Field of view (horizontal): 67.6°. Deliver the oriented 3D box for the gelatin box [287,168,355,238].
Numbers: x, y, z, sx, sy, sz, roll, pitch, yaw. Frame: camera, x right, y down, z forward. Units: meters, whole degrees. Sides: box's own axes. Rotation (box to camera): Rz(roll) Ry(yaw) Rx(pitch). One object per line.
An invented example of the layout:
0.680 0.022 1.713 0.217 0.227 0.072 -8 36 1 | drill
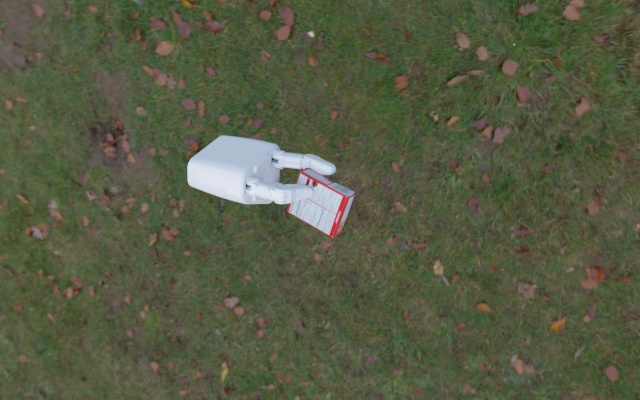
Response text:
0.000 0.003 0.722 0.089 0.073 0.030 29 28 21 | gelatin box
